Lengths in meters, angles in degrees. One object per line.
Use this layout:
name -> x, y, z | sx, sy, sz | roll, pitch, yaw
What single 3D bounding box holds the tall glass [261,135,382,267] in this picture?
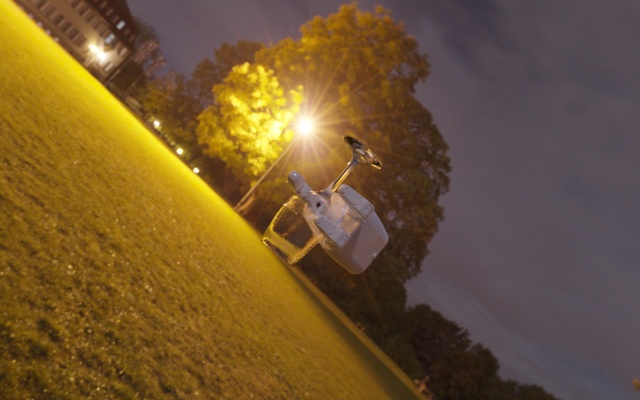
tall glass -> 0.000, 0.002, 0.707 | 0.079, 0.201, 0.079 | 40, -7, 6
